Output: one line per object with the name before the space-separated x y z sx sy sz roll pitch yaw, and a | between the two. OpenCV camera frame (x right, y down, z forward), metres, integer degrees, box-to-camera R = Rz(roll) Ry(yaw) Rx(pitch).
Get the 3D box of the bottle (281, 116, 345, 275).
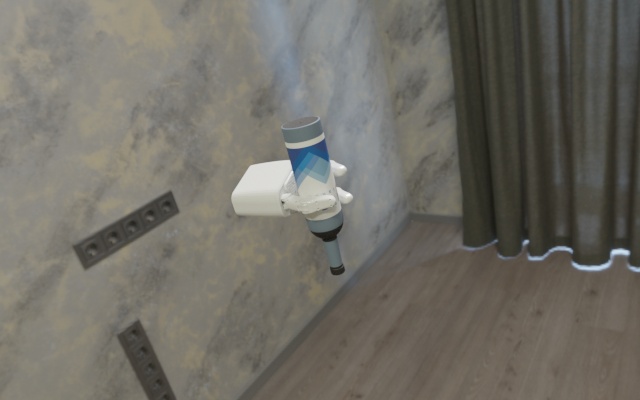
bottle | 0.000 0.003 0.844 0.069 0.296 0.069 -12 23 5
